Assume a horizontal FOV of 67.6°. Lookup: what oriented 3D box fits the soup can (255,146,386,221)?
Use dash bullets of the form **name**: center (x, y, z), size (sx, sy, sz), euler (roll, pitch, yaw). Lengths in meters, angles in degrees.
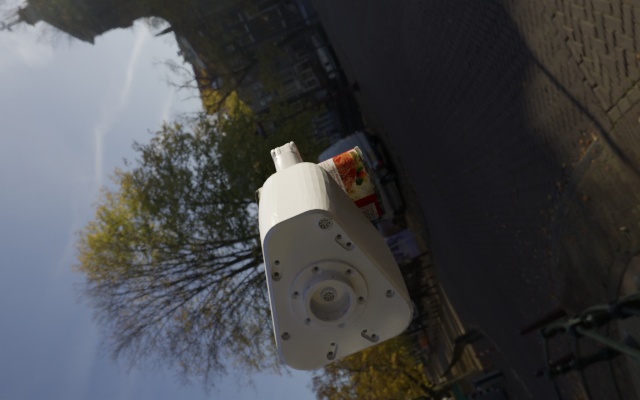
- **soup can**: center (0.000, 0.001, 0.438), size (0.102, 0.068, 0.068), euler (-23, -1, 2)
